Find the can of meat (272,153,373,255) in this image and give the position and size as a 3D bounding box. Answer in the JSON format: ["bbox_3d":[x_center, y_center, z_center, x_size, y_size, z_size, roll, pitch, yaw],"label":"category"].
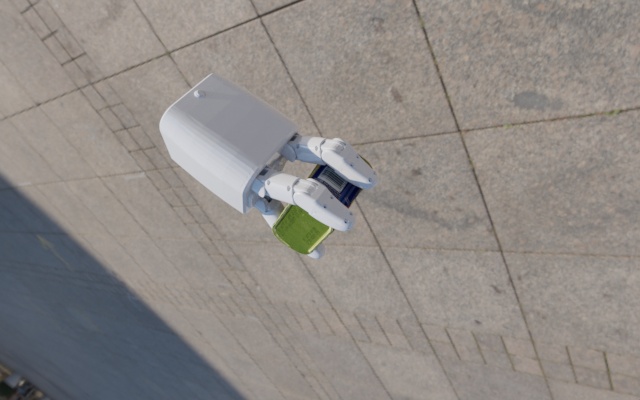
[{"bbox_3d":[0.000,0.002,0.505,0.057,0.084,0.102,38,-35,-1],"label":"can of meat"}]
